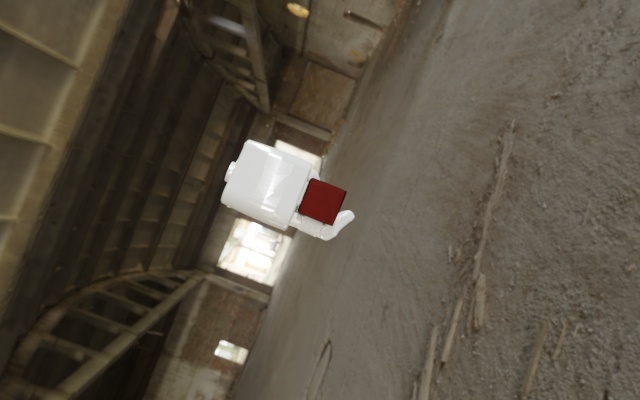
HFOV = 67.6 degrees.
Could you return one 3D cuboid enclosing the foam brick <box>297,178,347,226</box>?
[{"bbox_3d":[0.000,0.002,0.675,0.051,0.053,0.078,22,-2,-4],"label":"foam brick"}]
